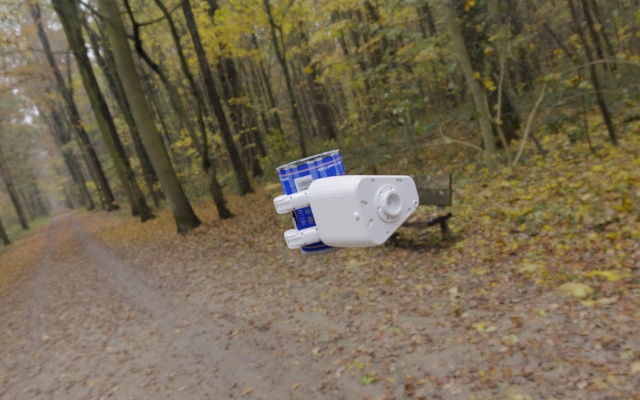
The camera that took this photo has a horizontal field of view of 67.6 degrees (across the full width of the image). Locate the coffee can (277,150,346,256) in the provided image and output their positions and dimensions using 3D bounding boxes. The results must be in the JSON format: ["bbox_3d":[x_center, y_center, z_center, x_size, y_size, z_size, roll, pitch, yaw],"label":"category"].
[{"bbox_3d":[0.000,0.003,0.747,0.103,0.140,0.103,-16,8,2],"label":"coffee can"}]
